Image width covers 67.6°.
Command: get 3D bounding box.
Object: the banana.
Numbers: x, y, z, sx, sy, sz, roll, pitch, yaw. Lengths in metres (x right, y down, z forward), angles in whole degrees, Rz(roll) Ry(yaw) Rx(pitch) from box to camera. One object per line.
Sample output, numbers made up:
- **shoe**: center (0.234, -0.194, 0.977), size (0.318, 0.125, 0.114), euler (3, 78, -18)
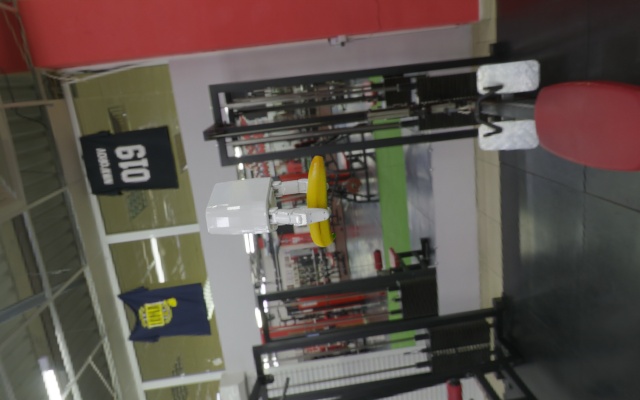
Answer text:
- **banana**: center (-0.002, 0.018, 0.834), size (0.037, 0.198, 0.069), euler (0, 42, 9)
